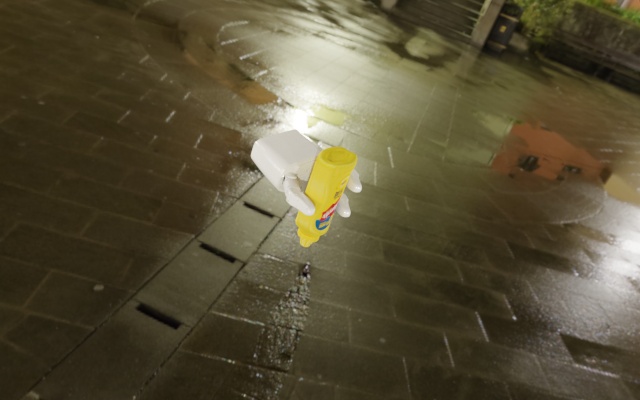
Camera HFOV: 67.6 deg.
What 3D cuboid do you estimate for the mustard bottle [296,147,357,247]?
[{"bbox_3d":[0.000,0.003,0.841,0.058,0.192,0.096,30,30,15],"label":"mustard bottle"}]
